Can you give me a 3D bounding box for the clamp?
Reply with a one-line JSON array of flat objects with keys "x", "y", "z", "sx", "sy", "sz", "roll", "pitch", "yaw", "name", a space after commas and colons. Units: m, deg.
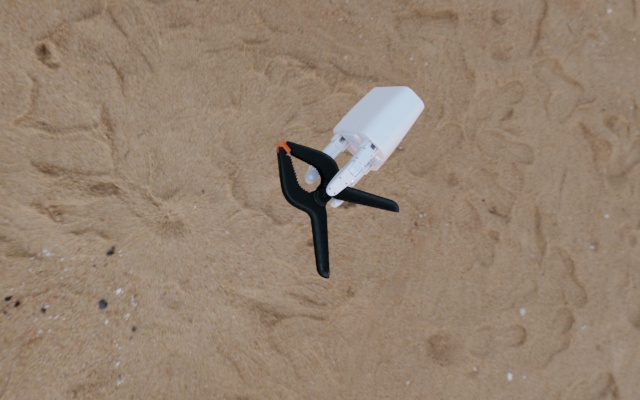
[{"x": 0.000, "y": 0.002, "z": 0.718, "sx": 0.210, "sy": 0.164, "sz": 0.036, "roll": 44, "pitch": -11, "yaw": -12, "name": "clamp"}]
